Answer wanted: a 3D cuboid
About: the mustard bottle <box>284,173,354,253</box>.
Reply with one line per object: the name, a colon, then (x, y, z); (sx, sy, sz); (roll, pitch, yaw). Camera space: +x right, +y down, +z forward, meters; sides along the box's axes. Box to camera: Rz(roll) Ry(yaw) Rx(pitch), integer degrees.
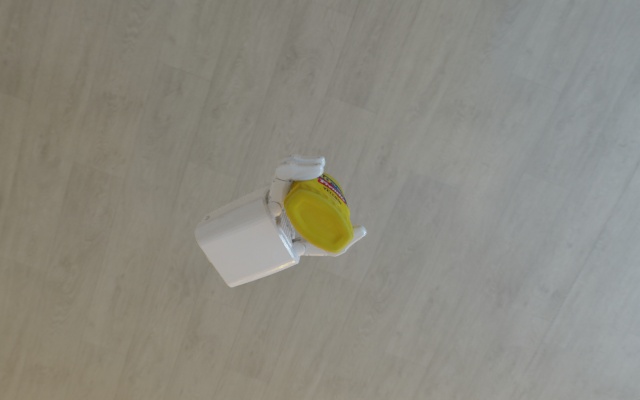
mustard bottle: (0.000, 0.002, 0.668); (0.096, 0.058, 0.191); (41, 12, -9)
